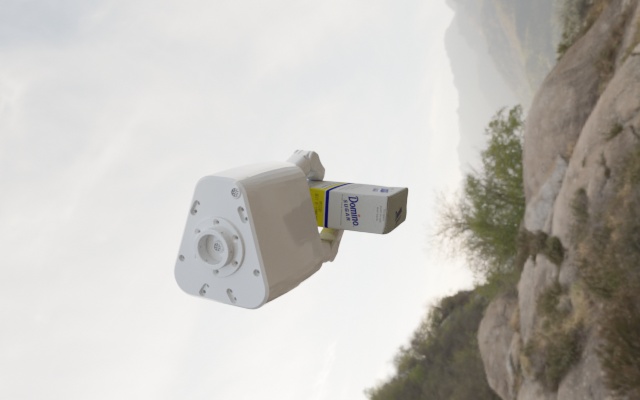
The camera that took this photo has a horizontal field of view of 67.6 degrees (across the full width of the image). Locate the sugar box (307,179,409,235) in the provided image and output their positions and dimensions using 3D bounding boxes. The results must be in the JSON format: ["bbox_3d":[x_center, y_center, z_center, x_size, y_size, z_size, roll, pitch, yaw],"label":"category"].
[{"bbox_3d":[0.000,0.002,0.525,0.176,0.048,0.093,9,10,22],"label":"sugar box"}]
